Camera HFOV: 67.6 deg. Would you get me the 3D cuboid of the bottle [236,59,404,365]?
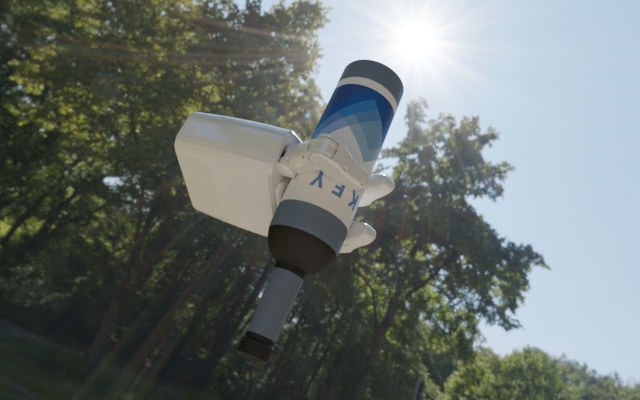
[{"bbox_3d":[0.000,0.001,0.436,0.069,0.295,0.069,20,-24,9],"label":"bottle"}]
